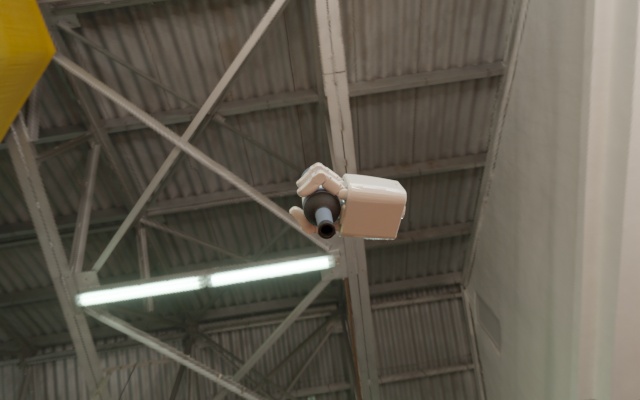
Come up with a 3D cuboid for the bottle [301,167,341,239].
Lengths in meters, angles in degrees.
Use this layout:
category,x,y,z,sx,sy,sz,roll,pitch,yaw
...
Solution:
category,x,y,z,sx,sy,sz,roll,pitch,yaw
bottle,0.000,0.003,0.877,0.069,0.069,0.295,0,18,-4
